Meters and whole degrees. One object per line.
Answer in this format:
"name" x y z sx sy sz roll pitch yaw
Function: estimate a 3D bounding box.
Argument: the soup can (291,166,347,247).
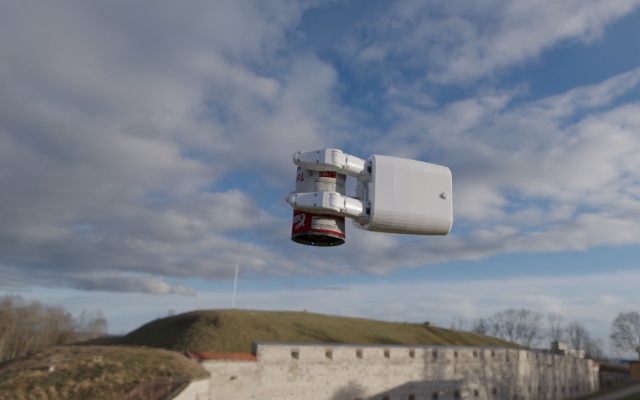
"soup can" 0.000 0.002 0.609 0.068 0.102 0.068 3 -17 1
